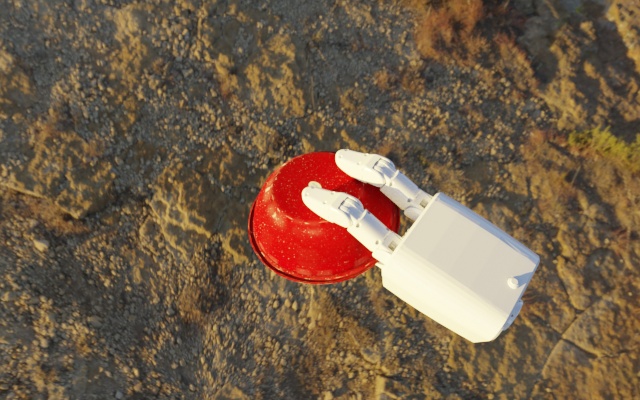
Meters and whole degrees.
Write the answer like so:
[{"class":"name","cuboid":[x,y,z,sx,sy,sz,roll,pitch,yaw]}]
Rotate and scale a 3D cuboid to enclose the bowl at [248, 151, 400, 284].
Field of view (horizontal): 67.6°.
[{"class":"bowl","cuboid":[-0.001,0.001,0.488,0.162,0.162,0.055,0,-38,8]}]
